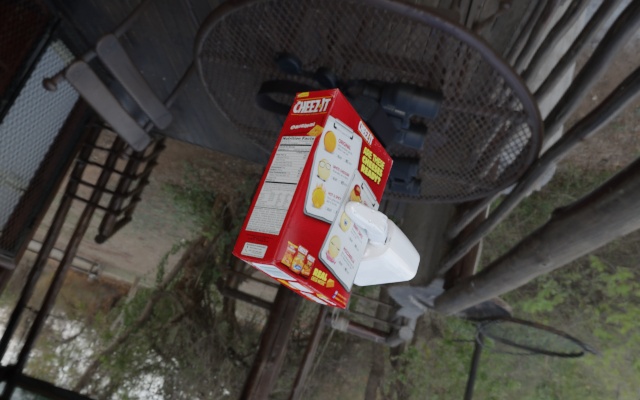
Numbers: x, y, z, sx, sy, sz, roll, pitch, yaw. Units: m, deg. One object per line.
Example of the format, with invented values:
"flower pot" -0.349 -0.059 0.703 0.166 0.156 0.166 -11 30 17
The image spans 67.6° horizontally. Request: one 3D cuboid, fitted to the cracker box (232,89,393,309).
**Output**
"cracker box" 0.000 0.002 0.578 0.072 0.213 0.164 5 -23 35
